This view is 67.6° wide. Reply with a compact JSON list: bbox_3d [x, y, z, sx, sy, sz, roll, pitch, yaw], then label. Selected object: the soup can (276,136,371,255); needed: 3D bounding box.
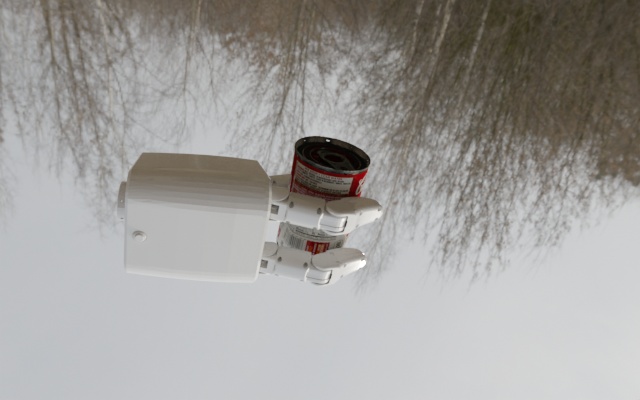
[{"bbox_3d":[0.000,0.002,0.438,0.068,0.102,0.068,11,29,-6],"label":"soup can"}]
